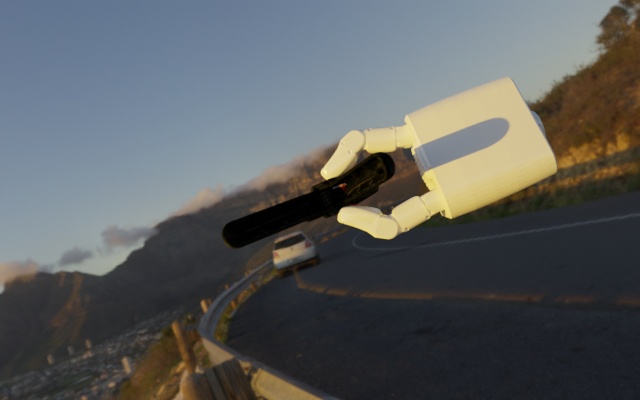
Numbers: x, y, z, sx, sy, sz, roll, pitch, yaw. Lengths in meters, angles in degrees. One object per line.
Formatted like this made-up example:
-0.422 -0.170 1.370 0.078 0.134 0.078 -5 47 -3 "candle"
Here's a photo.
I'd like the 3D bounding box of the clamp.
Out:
0.000 0.001 0.490 0.164 0.036 0.210 -23 -4 9 "clamp"
